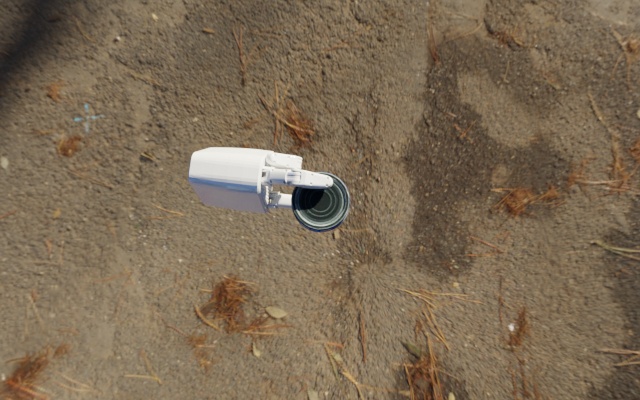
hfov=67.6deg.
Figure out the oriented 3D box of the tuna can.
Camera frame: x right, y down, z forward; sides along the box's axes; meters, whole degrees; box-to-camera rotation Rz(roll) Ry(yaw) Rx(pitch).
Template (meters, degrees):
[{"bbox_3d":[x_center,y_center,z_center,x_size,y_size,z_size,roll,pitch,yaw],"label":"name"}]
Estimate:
[{"bbox_3d":[0.000,0.002,0.692,0.086,0.086,0.034,0,-8,0],"label":"tuna can"}]
